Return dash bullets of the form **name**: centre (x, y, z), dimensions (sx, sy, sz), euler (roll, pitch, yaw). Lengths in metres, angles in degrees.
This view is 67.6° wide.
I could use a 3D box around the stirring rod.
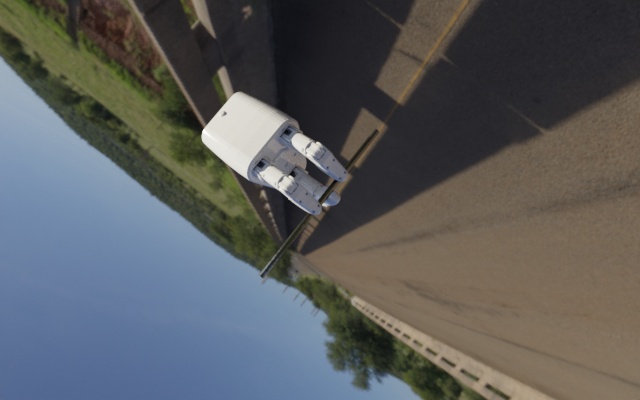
- **stirring rod**: centre (0.000, 0.002, 0.611), dimensions (0.011, 0.239, 0.011), euler (38, -7, 5)
